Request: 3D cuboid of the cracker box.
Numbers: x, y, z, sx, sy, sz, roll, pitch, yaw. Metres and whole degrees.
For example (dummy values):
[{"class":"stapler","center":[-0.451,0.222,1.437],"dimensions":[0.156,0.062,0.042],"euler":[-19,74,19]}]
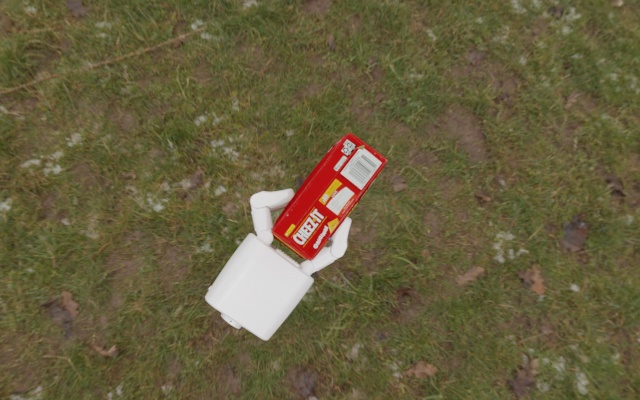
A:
[{"class":"cracker box","center":[0.000,0.002,0.696],"dimensions":[0.072,0.164,0.214],"euler":[38,-8,-2]}]
